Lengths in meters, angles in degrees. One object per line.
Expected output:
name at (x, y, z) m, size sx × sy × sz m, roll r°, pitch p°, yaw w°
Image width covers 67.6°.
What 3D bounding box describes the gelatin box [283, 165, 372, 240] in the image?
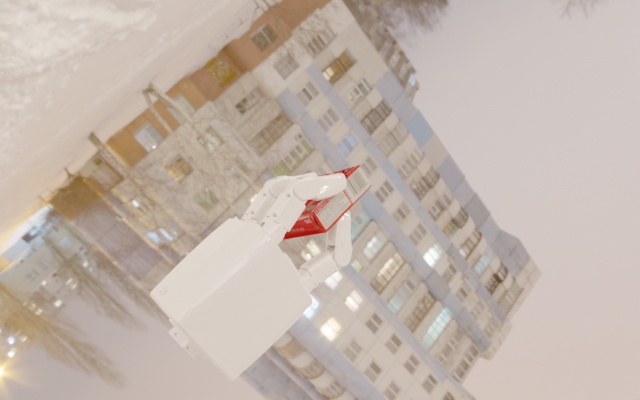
gelatin box at (0.001, 0.002, 0.506) m, size 0.073 × 0.030 × 0.089 m, roll -12°, pitch 25°, yaw 51°
